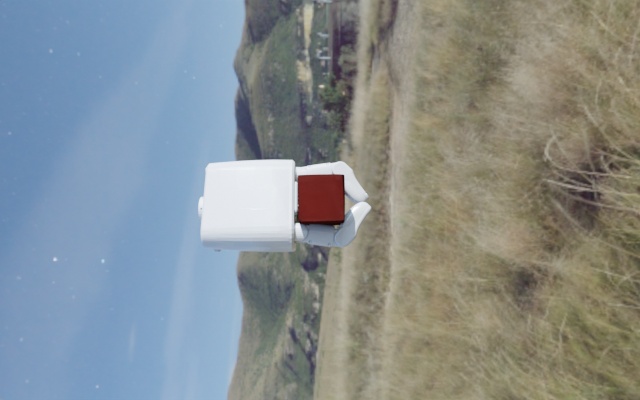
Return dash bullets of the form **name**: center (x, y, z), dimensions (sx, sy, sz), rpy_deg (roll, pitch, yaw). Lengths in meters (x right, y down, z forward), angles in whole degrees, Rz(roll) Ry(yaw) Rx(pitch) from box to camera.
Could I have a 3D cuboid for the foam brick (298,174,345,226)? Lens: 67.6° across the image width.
- **foam brick**: center (0.000, 0.002, 0.549), dimensions (0.051, 0.053, 0.078), rpy_deg (0, -7, -1)
